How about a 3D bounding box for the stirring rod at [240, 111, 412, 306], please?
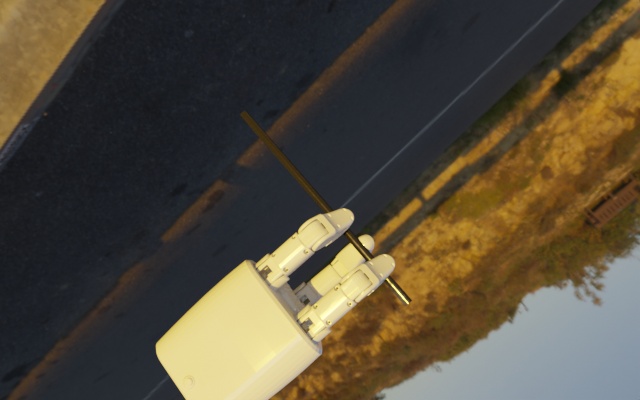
[{"bbox_3d":[0.000,0.001,0.444,0.011,0.239,0.011,-38,-15,-12],"label":"stirring rod"}]
